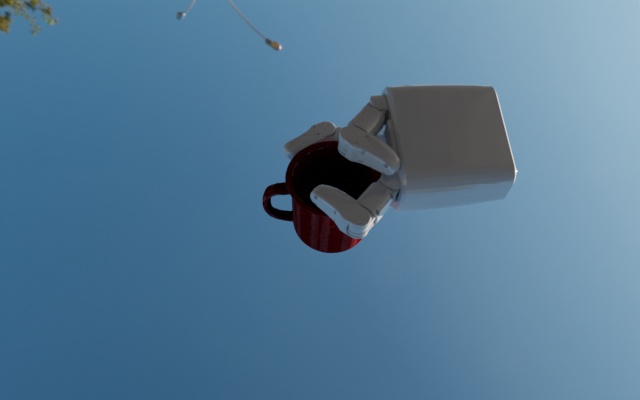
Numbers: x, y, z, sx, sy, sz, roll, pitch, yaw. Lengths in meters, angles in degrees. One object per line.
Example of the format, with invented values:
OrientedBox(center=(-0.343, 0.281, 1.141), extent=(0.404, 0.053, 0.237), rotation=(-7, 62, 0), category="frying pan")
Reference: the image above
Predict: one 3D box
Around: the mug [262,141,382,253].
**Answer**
OrientedBox(center=(-0.001, 0.002, 0.485), extent=(0.117, 0.093, 0.082), rotation=(-4, -35, -5), category="mug")
